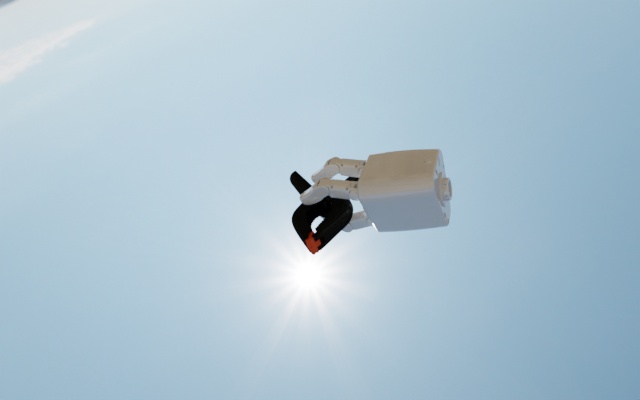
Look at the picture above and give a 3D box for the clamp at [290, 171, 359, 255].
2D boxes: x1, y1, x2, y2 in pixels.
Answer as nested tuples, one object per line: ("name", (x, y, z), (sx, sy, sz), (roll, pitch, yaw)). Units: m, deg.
("clamp", (0.000, 0.003, 0.738), (0.164, 0.036, 0.209), (-5, 35, 26))
